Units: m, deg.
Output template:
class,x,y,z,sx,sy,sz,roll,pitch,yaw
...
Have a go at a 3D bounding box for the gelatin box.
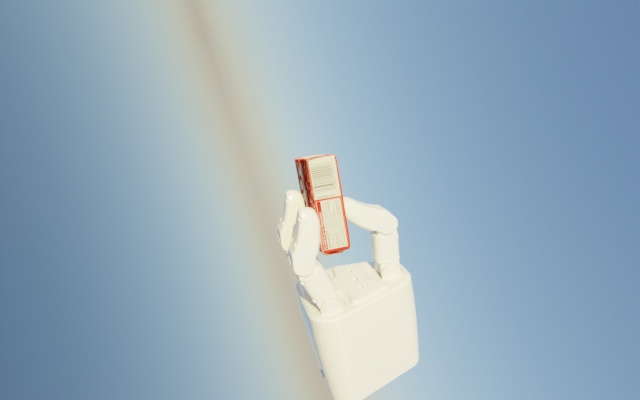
class,x,y,z,sx,sy,sz,roll,pitch,yaw
gelatin box,0.000,0.001,0.455,0.030,0.089,0.073,-11,7,-10
